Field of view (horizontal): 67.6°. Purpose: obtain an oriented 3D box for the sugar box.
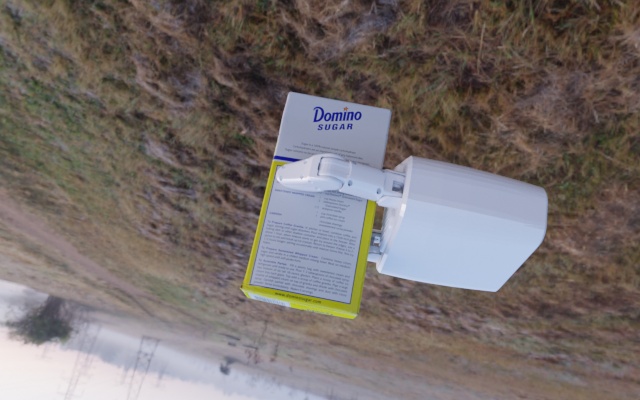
[{"bbox_3d":[0.000,0.002,0.401,0.093,0.176,0.048,11,-20,3],"label":"sugar box"}]
